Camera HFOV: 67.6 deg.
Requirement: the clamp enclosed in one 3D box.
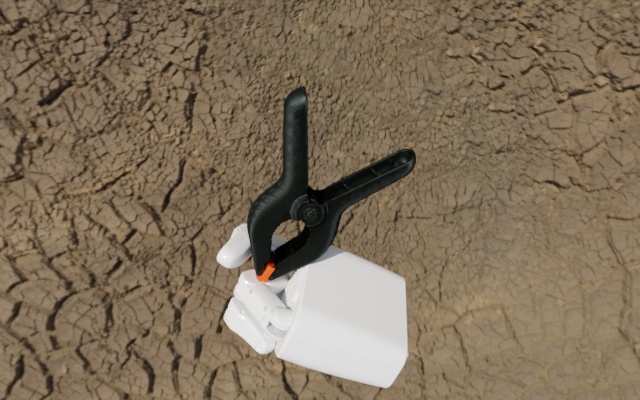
[{"bbox_3d":[0.000,0.002,0.404,0.120,0.171,0.039,20,26,-13],"label":"clamp"}]
